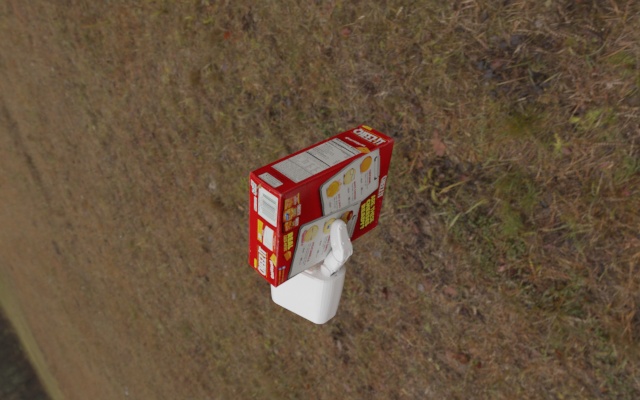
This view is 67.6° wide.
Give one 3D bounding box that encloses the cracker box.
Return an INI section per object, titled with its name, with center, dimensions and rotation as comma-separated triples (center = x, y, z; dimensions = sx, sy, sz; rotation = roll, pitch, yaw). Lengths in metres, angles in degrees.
[cracker box]
center = 0.000, 0.002, 0.676
dimensions = 0.213, 0.164, 0.072
rotation = -28, 49, -36
